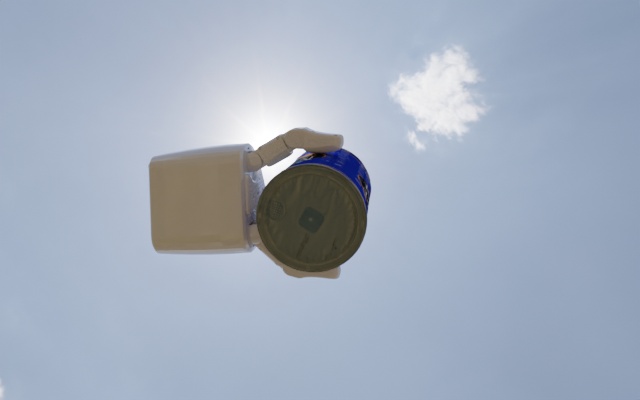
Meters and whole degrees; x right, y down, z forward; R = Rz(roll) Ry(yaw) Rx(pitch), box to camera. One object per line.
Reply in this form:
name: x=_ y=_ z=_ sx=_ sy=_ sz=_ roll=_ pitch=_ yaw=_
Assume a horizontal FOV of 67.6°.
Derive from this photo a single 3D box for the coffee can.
coffee can: x=0.000 y=0.002 z=0.500 sx=0.103 sy=0.103 sz=0.140 roll=0 pitch=14 yaw=8
